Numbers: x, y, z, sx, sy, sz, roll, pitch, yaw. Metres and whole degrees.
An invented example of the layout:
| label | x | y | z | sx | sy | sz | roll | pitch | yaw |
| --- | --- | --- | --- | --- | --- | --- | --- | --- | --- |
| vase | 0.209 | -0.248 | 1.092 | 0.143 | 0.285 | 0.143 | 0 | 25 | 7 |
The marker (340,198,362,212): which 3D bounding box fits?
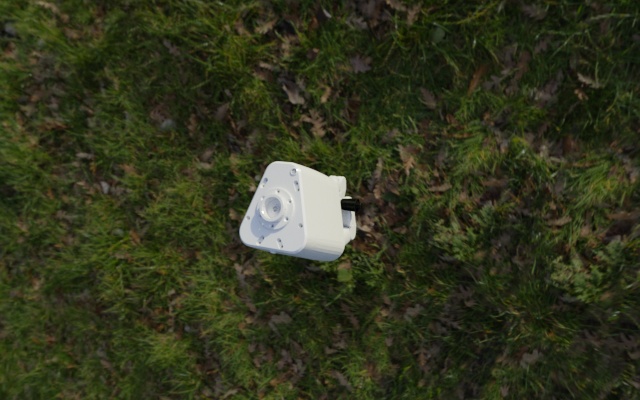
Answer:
| label | x | y | z | sx | sy | sz | roll | pitch | yaw |
| --- | --- | --- | --- | --- | --- | --- | --- | --- | --- |
| marker | 0.000 | 0.002 | 0.660 | 0.121 | 0.020 | 0.020 | 5 | 2 | 26 |
